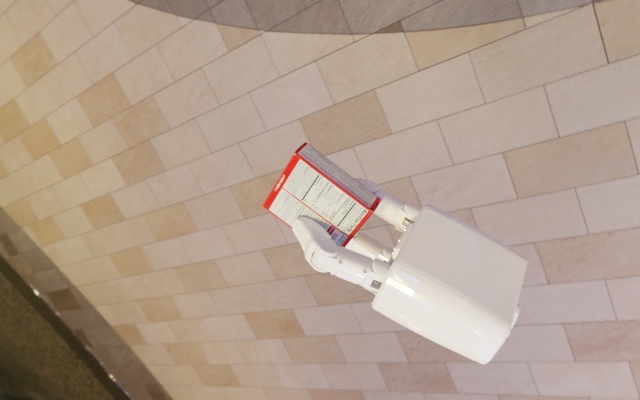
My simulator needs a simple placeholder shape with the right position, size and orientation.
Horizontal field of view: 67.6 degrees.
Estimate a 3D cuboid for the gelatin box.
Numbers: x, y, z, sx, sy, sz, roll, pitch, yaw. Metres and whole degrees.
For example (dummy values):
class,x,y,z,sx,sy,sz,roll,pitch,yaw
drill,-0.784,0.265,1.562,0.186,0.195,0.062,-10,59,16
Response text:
class,x,y,z,sx,sy,sz,roll,pitch,yaw
gelatin box,0.000,0.001,0.446,0.089,0.073,0.030,36,37,2
